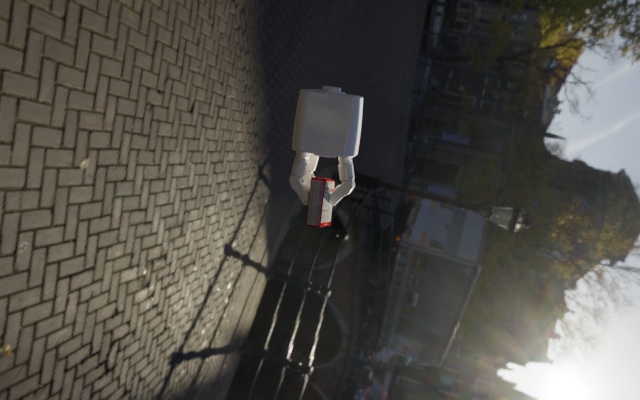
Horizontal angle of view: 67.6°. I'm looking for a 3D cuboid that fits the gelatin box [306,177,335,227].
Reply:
[{"bbox_3d":[0.001,0.003,0.877,0.030,0.089,0.073,6,2,15],"label":"gelatin box"}]
